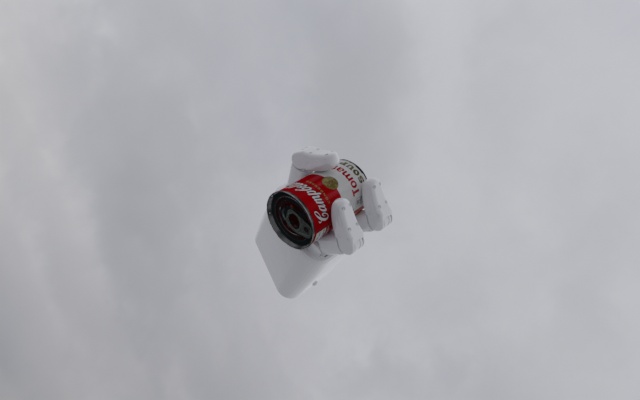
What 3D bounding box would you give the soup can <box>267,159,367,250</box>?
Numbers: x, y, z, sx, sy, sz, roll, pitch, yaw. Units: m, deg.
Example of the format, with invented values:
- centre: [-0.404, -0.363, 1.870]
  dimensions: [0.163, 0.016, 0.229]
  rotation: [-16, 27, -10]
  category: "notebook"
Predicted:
- centre: [0.000, 0.001, 0.533]
  dimensions: [0.068, 0.068, 0.102]
  rotation: [0, 23, 46]
  category: "soup can"
